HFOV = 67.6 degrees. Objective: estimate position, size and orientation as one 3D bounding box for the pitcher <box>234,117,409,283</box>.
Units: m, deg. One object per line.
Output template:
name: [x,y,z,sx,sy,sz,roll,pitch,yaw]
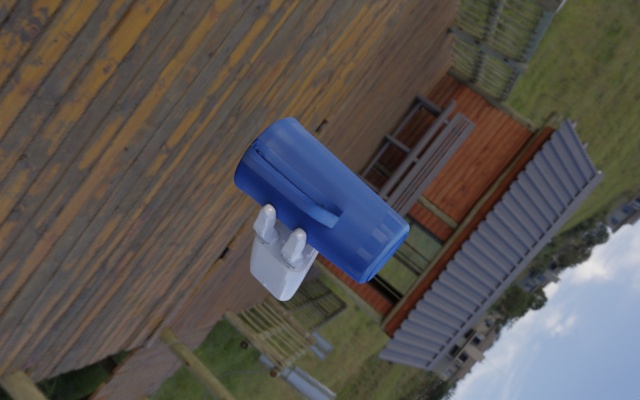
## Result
pitcher: [0.000,0.002,0.676,0.149,0.243,0.145,-39,-17,-35]
